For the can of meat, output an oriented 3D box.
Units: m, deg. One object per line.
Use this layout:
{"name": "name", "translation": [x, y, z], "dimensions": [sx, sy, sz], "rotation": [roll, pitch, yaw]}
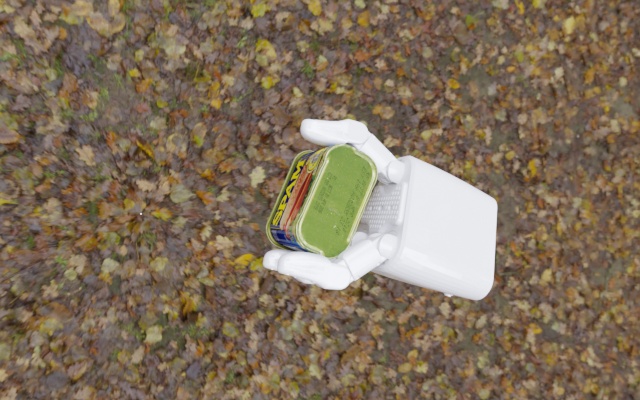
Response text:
{"name": "can of meat", "translation": [0.000, 0.001, 0.434], "dimensions": [0.057, 0.102, 0.084], "rotation": [26, -10, -19]}
